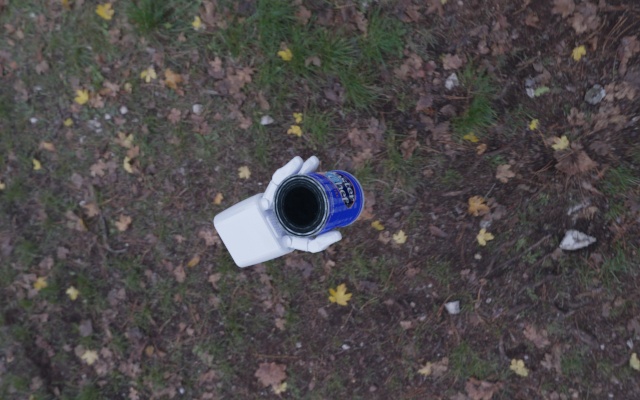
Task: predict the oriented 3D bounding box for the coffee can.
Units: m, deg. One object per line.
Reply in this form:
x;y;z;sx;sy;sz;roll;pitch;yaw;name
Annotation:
0.000;0.003;0.802;0.103;0.103;0.140;0;5;28;coffee can
